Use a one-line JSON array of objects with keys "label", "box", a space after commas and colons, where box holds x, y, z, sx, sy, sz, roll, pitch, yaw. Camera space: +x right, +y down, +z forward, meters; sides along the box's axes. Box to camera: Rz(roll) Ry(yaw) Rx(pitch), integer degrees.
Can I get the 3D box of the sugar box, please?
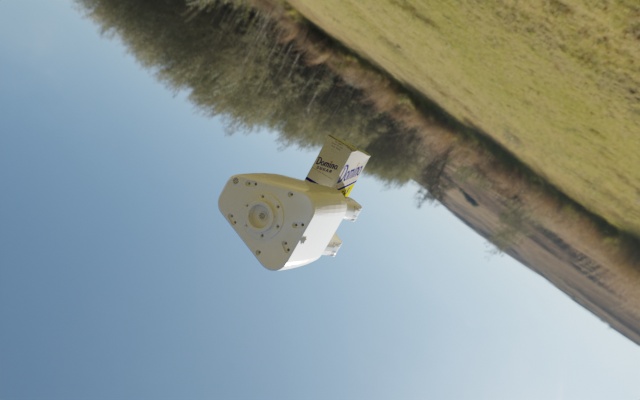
[{"label": "sugar box", "box": [0.000, 0.003, 0.650, 0.048, 0.176, 0.093, 34, 12, 17]}]
